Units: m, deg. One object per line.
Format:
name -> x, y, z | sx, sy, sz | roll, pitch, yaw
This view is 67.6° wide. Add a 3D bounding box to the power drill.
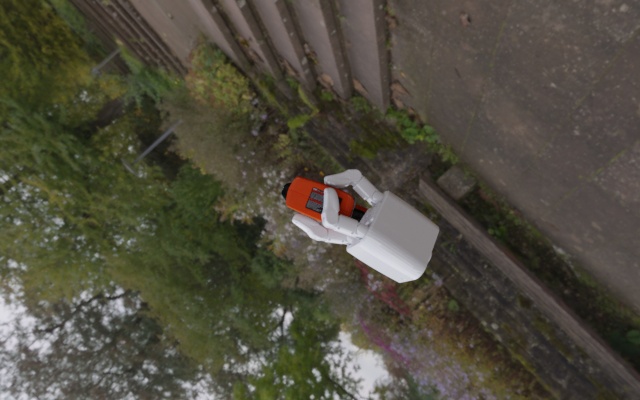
power drill -> 0.000, 0.003, 0.828 | 0.184, 0.057, 0.187 | 19, 0, 11
